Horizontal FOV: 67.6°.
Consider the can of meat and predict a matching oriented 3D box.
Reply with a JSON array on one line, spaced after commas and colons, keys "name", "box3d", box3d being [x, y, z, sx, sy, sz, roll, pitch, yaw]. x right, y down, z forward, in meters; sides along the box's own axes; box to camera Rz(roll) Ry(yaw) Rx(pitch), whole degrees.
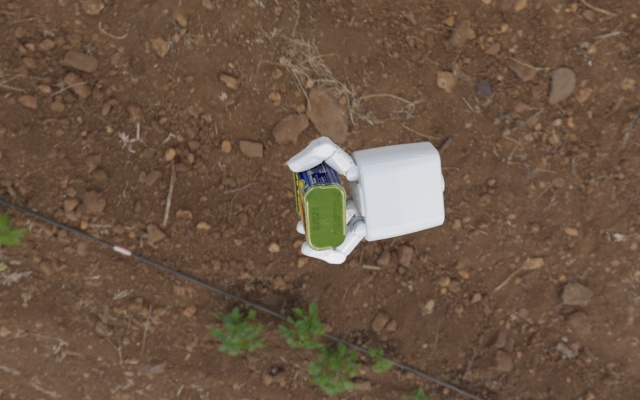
[{"name": "can of meat", "box3d": [0.000, 0.002, 0.618, 0.057, 0.102, 0.084, -8, 32, -7]}]
